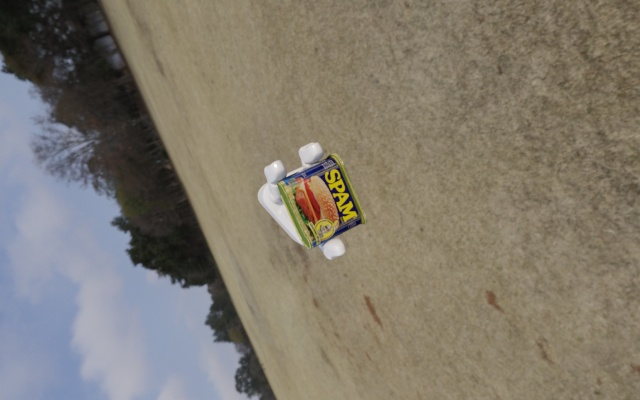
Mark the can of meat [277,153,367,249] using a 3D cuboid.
[{"bbox_3d":[0.000,0.002,0.623,0.084,0.102,0.057,-26,10,-12],"label":"can of meat"}]
